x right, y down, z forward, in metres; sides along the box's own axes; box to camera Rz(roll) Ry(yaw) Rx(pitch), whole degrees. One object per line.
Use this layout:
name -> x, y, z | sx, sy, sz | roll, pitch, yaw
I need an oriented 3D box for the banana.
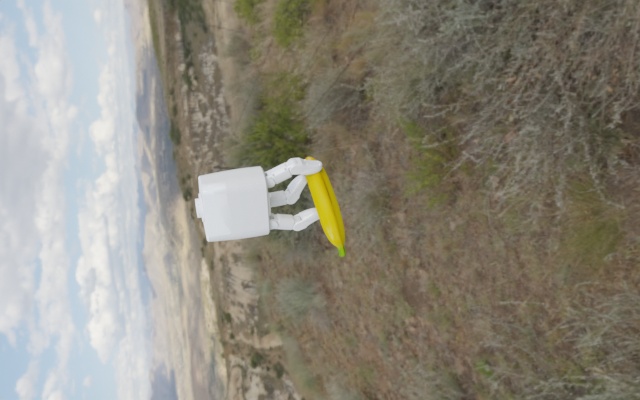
banana -> 0.004, -0.002, 0.821 | 0.037, 0.197, 0.070 | -12, -22, -14
